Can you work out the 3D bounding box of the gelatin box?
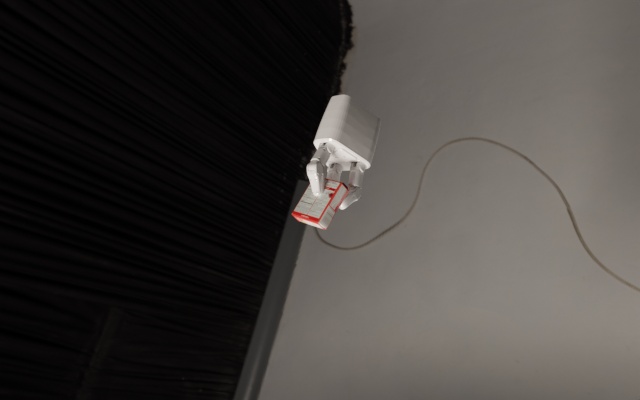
[{"bbox_3d":[0.000,0.003,0.864,0.073,0.089,0.030,15,-21,45],"label":"gelatin box"}]
